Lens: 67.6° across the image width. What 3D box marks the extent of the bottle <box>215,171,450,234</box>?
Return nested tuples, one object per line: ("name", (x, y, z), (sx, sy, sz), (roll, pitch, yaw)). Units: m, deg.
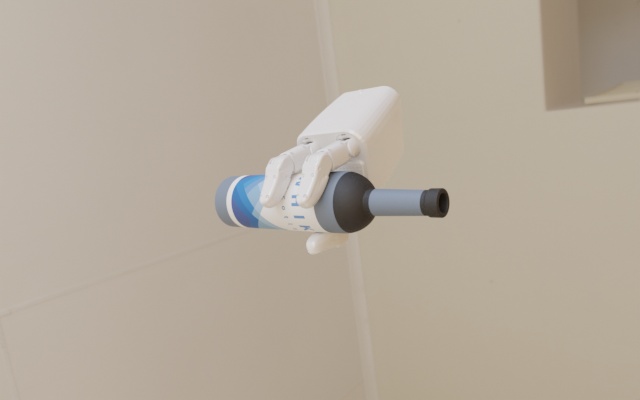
("bottle", (0.000, 0.002, 0.531), (0.295, 0.069, 0.069), (0, 0, 40))
